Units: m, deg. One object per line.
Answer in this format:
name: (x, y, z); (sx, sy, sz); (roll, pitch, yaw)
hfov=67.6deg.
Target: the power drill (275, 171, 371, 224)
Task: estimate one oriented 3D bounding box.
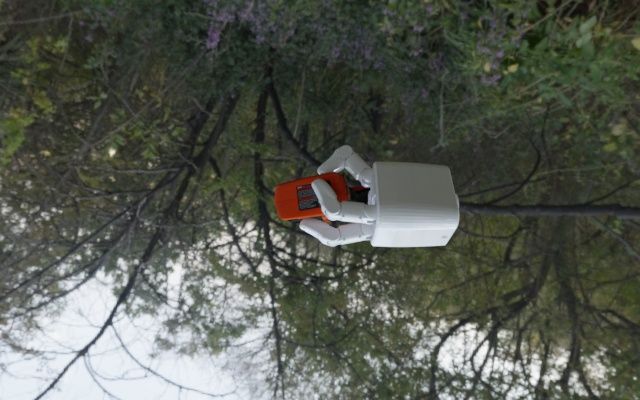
power drill: (0.000, 0.002, 0.746); (0.184, 0.057, 0.187); (-12, -6, 18)
